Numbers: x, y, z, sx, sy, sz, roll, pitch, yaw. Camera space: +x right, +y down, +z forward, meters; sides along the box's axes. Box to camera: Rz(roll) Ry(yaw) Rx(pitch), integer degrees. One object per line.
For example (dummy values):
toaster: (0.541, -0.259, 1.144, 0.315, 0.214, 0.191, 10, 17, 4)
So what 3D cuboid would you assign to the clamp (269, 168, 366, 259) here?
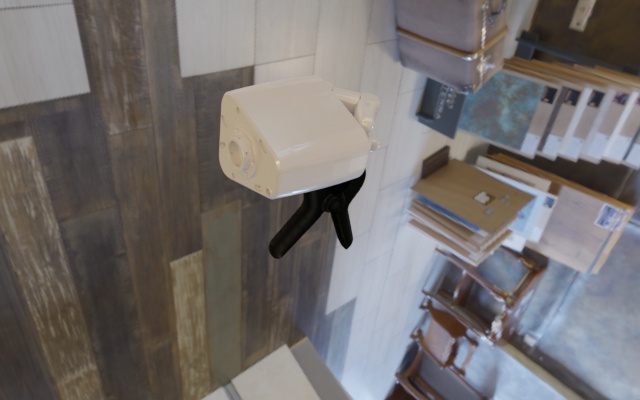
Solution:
clamp: (0.001, 0.002, 0.566, 0.120, 0.172, 0.039, -16, 40, -33)
